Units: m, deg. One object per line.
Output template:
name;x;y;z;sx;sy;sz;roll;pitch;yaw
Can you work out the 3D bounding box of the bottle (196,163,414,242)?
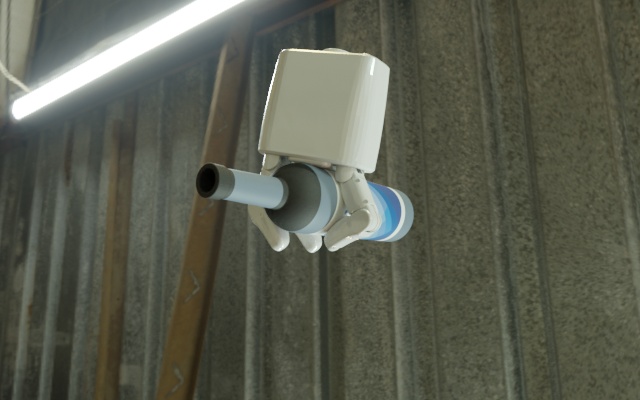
bottle;0.000;0.002;0.481;0.069;0.069;0.296;0;-7;36
